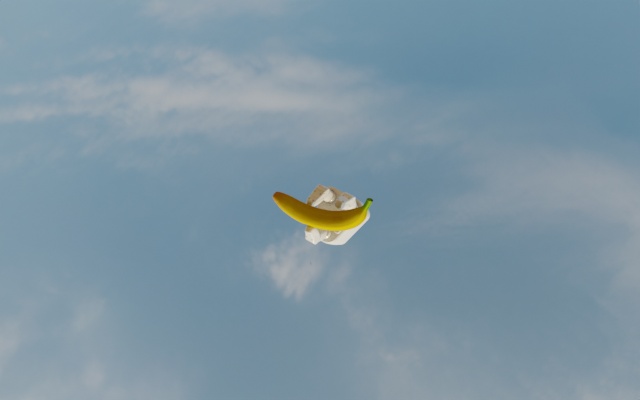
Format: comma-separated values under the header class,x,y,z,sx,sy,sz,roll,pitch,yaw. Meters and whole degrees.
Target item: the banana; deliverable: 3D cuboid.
class,x,y,z,sx,sy,sz,roll,pitch,yaw
banana,0.004,0.021,0.884,0.198,0.070,0.037,3,13,21
